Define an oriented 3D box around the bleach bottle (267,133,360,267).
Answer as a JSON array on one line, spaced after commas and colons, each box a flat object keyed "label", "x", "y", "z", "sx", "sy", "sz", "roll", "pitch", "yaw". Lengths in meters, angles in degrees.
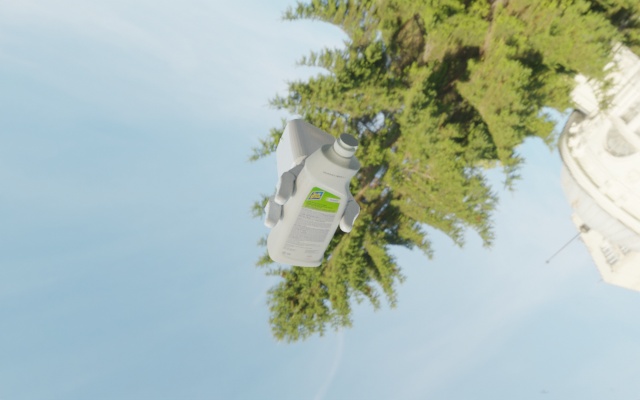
[{"label": "bleach bottle", "x": 0.000, "y": 0.002, "z": 0.736, "sx": 0.102, "sy": 0.068, "sz": 0.251, "roll": 8, "pitch": -46, "yaw": -23}]
